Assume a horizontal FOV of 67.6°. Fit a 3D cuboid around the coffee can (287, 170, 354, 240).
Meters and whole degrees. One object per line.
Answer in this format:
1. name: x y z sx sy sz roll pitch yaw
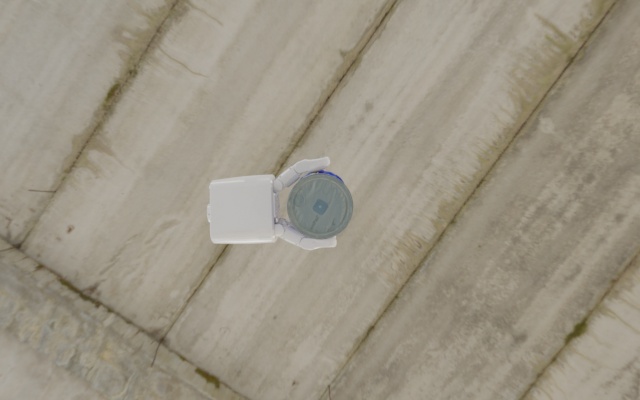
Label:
1. coffee can: 0.000 0.003 0.800 0.103 0.103 0.140 0 6 1
